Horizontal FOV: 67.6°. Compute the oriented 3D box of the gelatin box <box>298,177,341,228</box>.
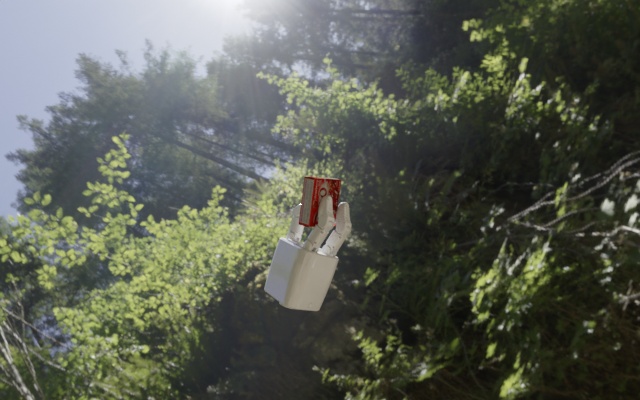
[{"bbox_3d":[0.000,0.002,0.865,0.030,0.089,0.073,12,8,42],"label":"gelatin box"}]
